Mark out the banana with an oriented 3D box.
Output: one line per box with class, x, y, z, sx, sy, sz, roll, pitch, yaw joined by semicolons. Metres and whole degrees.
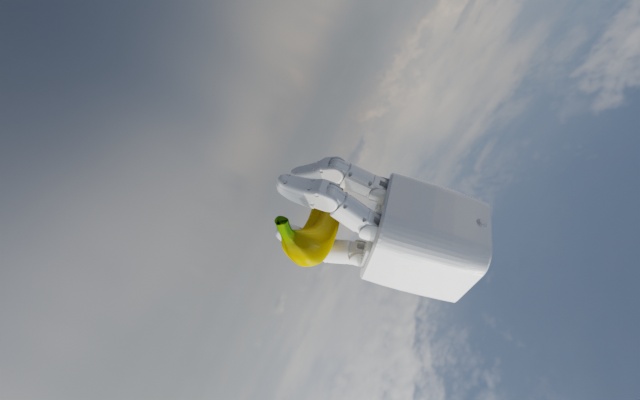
banana;-0.001;0.020;0.500;0.037;0.070;0.197;6;18;12
